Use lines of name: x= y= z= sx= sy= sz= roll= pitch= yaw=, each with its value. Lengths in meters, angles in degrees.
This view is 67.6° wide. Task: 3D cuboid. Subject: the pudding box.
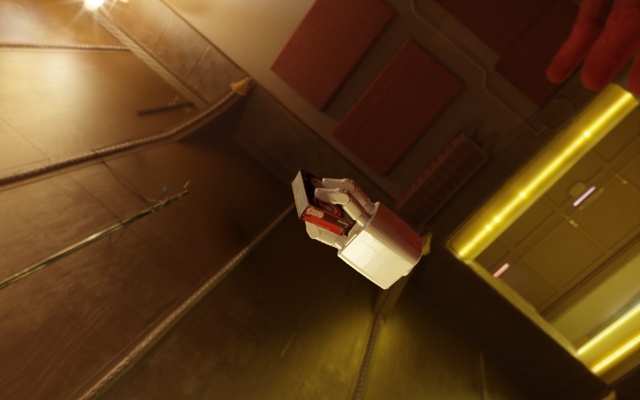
pudding box: x=0.000 y=0.003 z=0.829 sx=0.090 sy=0.039 sz=0.113 roll=25 pitch=24 yaw=-27
